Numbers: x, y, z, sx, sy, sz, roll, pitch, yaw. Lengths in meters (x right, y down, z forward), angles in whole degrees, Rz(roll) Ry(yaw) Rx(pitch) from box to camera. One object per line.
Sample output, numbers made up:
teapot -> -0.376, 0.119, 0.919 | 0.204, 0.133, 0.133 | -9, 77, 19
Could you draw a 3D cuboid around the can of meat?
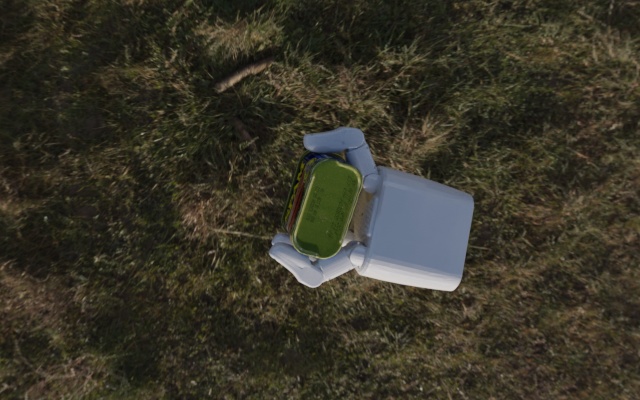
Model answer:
can of meat -> 0.000, 0.002, 0.490 | 0.057, 0.102, 0.084 | 16, 8, -12
